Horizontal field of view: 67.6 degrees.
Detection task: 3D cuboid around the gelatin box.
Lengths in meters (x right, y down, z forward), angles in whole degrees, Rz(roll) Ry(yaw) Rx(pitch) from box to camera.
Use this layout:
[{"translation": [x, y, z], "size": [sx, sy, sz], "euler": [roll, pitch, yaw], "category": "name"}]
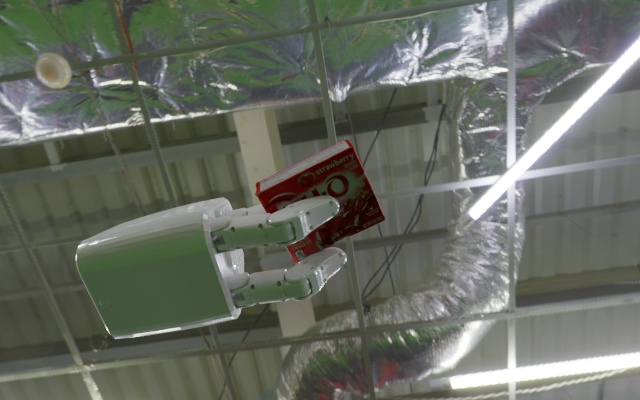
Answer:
[{"translation": [0.000, 0.001, 0.404], "size": [0.089, 0.073, 0.030], "euler": [-26, 23, 2], "category": "gelatin box"}]
